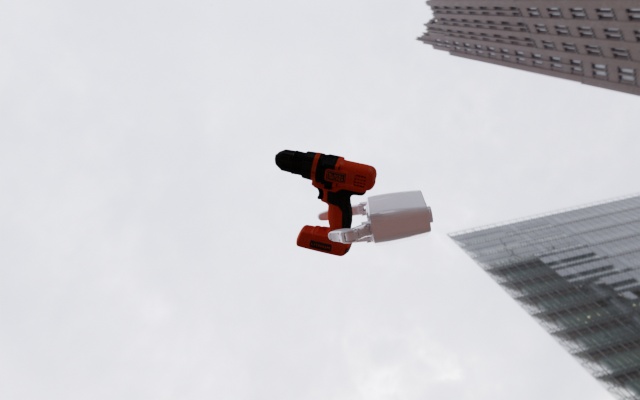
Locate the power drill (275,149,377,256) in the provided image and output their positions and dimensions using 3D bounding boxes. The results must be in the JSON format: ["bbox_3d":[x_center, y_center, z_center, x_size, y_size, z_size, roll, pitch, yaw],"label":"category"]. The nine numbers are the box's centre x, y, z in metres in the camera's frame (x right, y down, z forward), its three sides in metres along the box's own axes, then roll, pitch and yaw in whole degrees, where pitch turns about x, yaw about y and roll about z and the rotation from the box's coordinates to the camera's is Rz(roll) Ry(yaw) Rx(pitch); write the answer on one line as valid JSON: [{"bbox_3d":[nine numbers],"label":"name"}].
[{"bbox_3d":[0.000,0.003,0.874,0.184,0.188,0.057,13,31,12],"label":"power drill"}]
